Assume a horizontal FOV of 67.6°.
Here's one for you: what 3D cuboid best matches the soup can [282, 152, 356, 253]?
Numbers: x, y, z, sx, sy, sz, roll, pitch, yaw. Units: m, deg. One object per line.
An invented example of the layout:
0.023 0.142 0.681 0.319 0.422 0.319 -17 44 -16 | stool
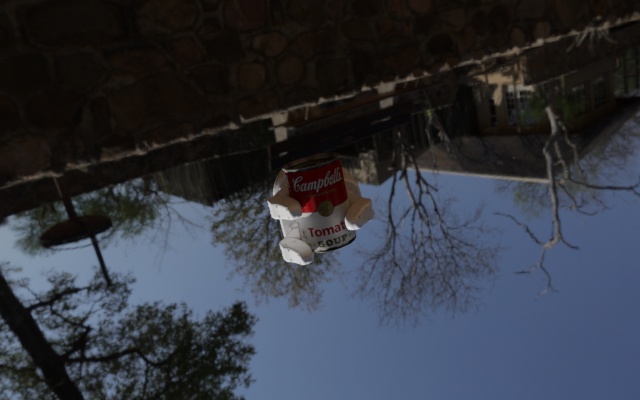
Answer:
0.000 0.002 0.562 0.068 0.102 0.068 -12 15 3 | soup can
